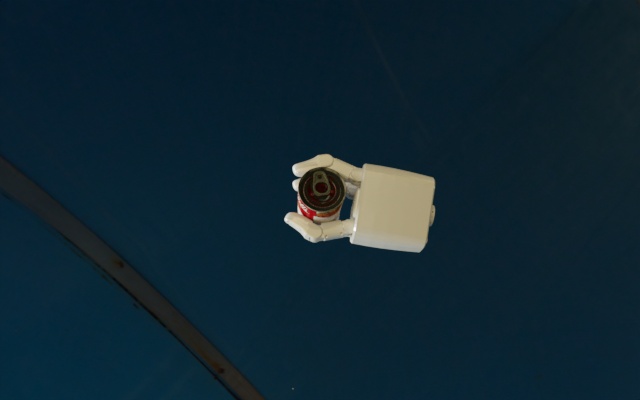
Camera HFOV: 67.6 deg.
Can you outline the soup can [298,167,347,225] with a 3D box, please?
[{"bbox_3d":[0.000,0.002,0.706,0.068,0.068,0.102,0,-21,-3],"label":"soup can"}]
